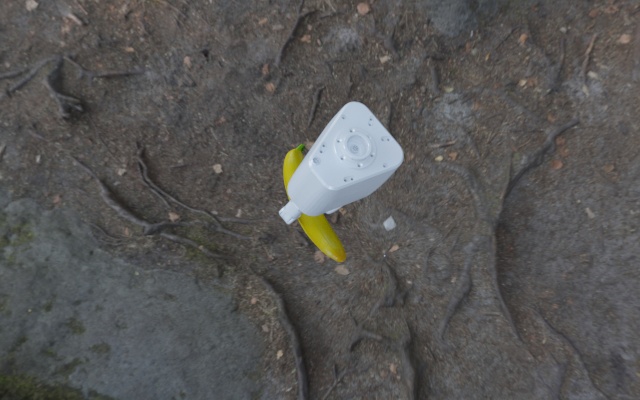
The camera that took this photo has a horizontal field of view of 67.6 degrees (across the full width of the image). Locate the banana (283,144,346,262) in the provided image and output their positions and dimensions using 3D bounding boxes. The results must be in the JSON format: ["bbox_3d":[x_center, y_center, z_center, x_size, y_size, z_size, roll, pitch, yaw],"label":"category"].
[{"bbox_3d":[-0.015,0.001,0.711,0.069,0.197,0.037,-7,-17,-42],"label":"banana"}]
